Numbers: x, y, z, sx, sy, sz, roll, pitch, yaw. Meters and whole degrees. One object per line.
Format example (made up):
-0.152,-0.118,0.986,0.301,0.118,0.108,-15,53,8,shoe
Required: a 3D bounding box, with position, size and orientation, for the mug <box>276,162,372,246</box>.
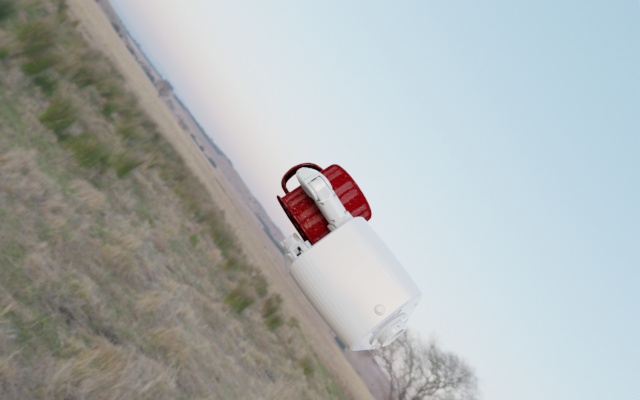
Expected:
-0.001,0.001,0.572,0.081,0.117,0.093,-35,-26,-8,mug
